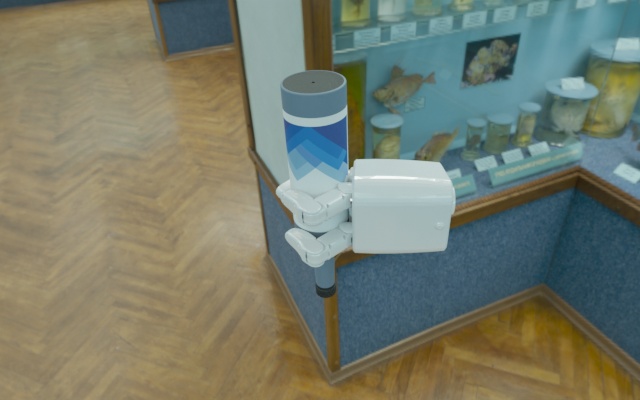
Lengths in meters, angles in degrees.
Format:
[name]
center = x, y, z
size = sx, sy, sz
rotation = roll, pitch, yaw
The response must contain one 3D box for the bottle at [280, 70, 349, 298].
[bottle]
center = 0.000, 0.002, 0.560
size = 0.069, 0.296, 0.069
rotation = -2, 35, 2
